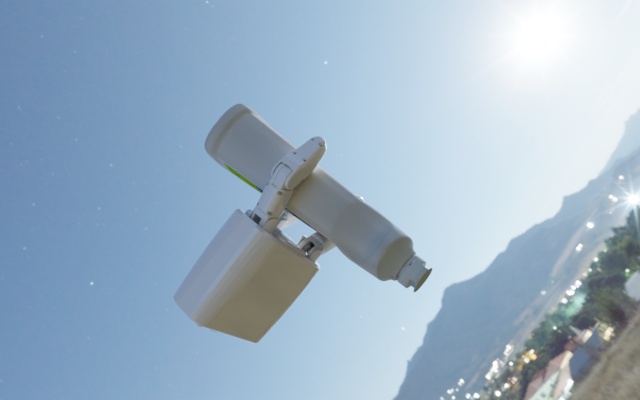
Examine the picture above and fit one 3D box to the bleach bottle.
[{"bbox_3d":[0.000,0.002,0.479,0.250,0.068,0.102,37,-2,24],"label":"bleach bottle"}]
